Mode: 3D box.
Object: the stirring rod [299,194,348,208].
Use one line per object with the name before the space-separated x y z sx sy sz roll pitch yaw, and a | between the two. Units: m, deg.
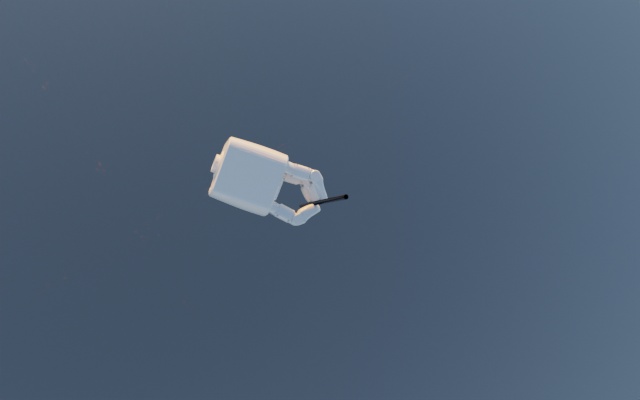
stirring rod | 0.000 0.003 0.835 0.011 0.011 0.239 0 -4 -19
